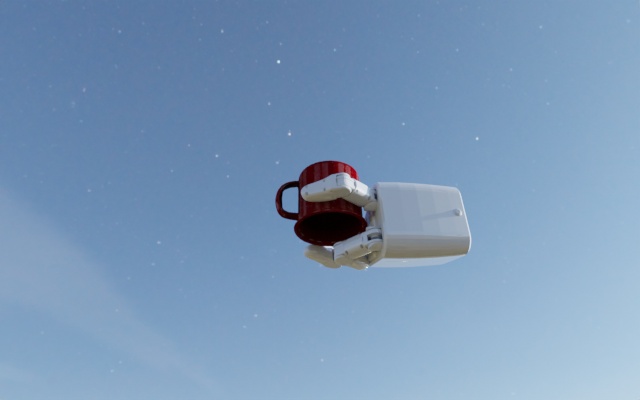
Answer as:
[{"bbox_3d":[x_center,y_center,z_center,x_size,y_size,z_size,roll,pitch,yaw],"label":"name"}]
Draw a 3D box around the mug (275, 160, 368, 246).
[{"bbox_3d":[-0.001,0.002,0.618,0.117,0.081,0.093,3,-33,-8],"label":"mug"}]
